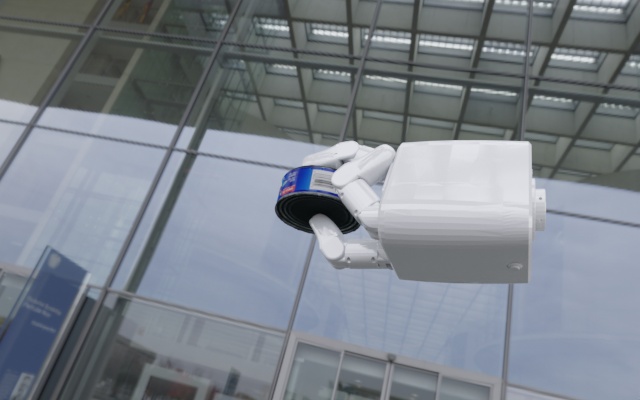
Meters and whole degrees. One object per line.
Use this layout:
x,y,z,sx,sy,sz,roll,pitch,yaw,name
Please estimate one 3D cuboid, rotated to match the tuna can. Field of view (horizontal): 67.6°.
0.000,0.001,0.471,0.086,0.033,0.086,8,-29,4,tuna can
